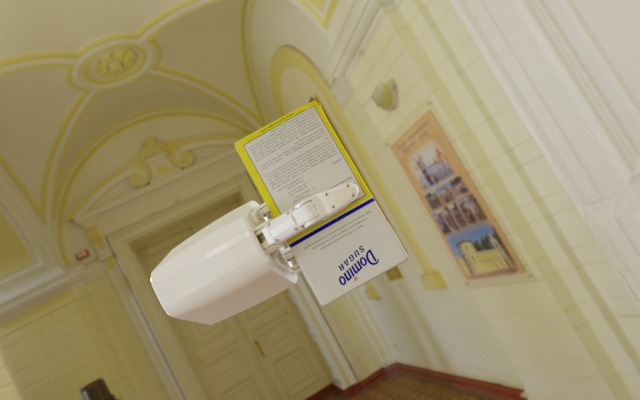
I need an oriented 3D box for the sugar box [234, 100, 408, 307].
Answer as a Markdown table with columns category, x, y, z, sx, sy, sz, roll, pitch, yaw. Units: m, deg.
| category | x | y | z | sx | sy | sz | roll | pitch | yaw |
| --- | --- | --- | --- | --- | --- | --- | --- | --- | --- |
| sugar box | 0.000 | 0.002 | 0.462 | 0.093 | 0.176 | 0.048 | -29 | -6 | 0 |
